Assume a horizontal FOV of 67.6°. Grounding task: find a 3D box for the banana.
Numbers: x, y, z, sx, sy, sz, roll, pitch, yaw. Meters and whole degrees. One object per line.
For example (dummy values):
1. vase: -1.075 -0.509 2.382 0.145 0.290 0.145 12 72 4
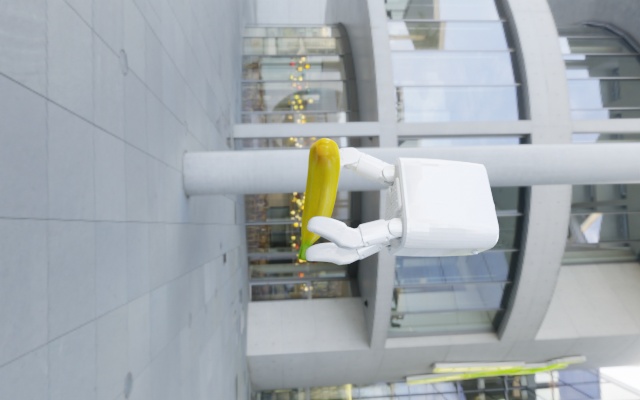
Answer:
1. banana: 0.001 -0.010 0.538 0.037 0.069 0.198 6 -40 -2
